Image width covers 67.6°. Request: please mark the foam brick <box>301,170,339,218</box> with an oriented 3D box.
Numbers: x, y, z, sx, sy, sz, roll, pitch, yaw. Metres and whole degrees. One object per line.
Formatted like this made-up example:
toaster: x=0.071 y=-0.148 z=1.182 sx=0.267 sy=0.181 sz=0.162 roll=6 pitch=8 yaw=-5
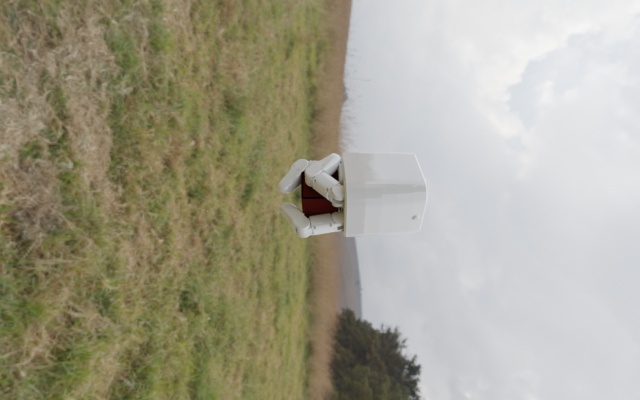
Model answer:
foam brick: x=0.000 y=0.002 z=0.675 sx=0.051 sy=0.053 sz=0.078 roll=-2 pitch=-39 yaw=0
